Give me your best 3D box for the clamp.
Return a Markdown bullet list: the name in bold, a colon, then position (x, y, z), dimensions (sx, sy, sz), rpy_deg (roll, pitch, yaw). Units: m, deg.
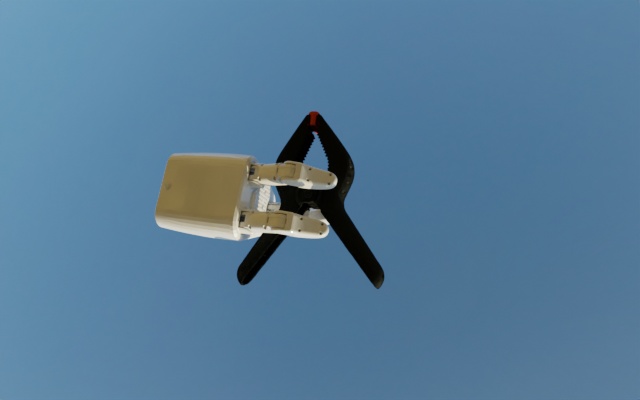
- **clamp**: position (0.000, 0.001, 0.541), dimensions (0.164, 0.210, 0.036), rpy_deg (6, -13, 14)
